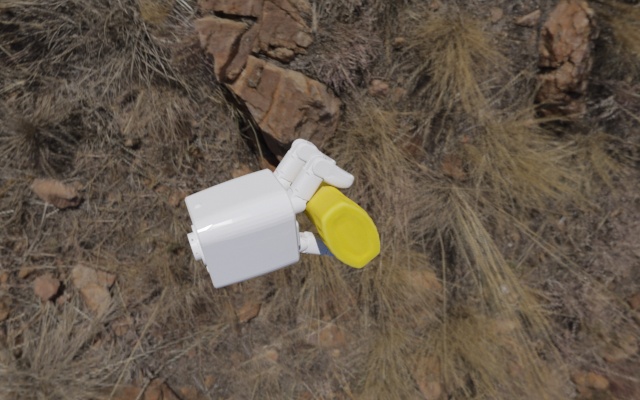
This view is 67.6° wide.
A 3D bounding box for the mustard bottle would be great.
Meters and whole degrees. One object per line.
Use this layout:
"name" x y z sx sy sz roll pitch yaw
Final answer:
"mustard bottle" 0.000 0.002 0.598 0.096 0.058 0.191 51 -2 -34
